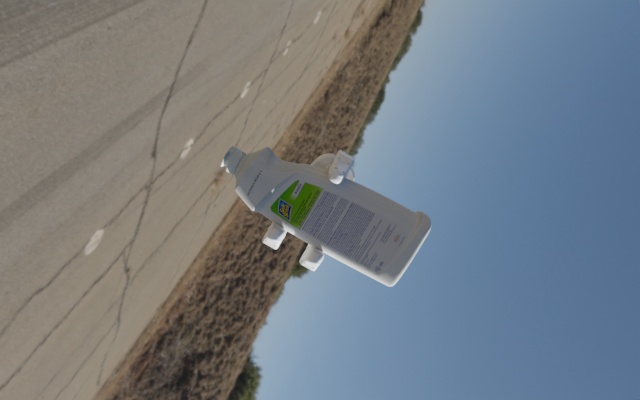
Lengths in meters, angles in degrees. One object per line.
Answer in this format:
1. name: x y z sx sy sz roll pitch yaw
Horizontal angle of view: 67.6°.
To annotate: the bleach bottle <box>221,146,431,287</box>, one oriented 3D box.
1. bleach bottle: 0.000 0.002 0.578 0.251 0.102 0.068 30 9 -3
